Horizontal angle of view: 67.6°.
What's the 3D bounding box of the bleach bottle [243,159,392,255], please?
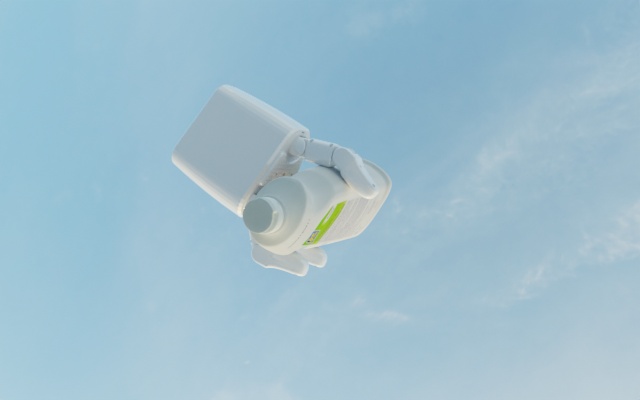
[{"bbox_3d":[0.000,0.002,0.501,0.068,0.102,0.251,35,14,17],"label":"bleach bottle"}]
